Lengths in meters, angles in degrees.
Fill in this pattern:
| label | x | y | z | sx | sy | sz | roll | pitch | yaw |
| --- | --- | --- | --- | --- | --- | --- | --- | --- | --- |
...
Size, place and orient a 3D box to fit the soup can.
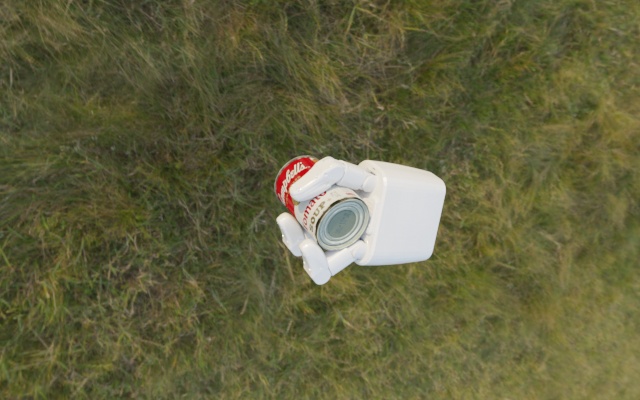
| label | x | y | z | sx | sy | sz | roll | pitch | yaw |
| --- | --- | --- | --- | --- | --- | --- | --- | --- | --- |
| soup can | 0.000 | 0.002 | 0.535 | 0.068 | 0.068 | 0.102 | 0 | 30 | -34 |
